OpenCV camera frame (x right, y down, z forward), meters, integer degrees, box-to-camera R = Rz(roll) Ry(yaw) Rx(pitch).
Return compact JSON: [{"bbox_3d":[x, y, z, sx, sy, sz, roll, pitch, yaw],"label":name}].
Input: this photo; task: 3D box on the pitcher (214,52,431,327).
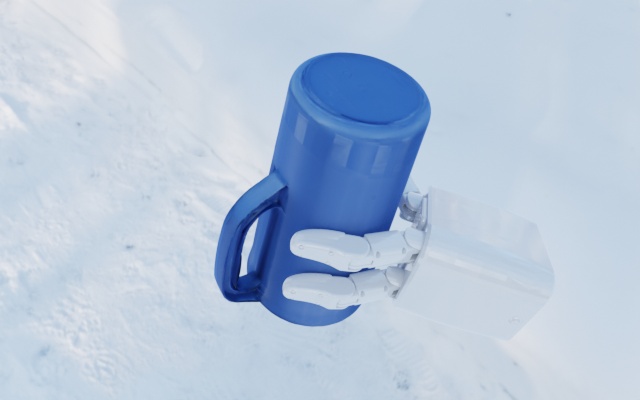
[{"bbox_3d":[0.000,0.001,0.427,0.145,0.243,0.149,19,45,3],"label":"pitcher"}]
